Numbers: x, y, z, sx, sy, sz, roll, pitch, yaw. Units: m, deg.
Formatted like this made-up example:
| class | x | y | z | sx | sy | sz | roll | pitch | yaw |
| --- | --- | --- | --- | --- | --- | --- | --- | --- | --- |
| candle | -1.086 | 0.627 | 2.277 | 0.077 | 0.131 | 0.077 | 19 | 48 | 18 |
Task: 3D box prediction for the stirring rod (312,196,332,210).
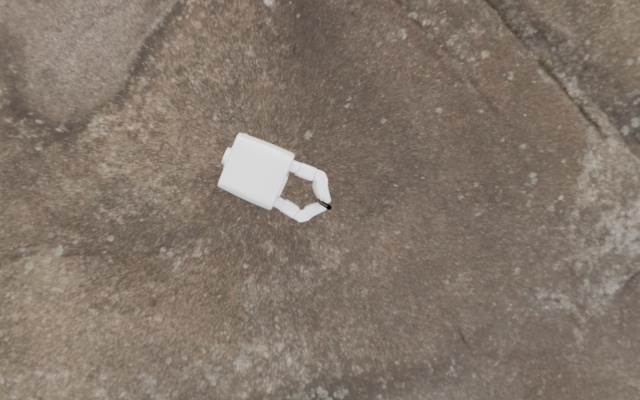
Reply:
| class | x | y | z | sx | sy | sz | roll | pitch | yaw |
| --- | --- | --- | --- | --- | --- | --- | --- | --- | --- |
| stirring rod | 0.000 | 0.003 | 0.877 | 0.011 | 0.011 | 0.239 | 0 | 4 | -7 |
